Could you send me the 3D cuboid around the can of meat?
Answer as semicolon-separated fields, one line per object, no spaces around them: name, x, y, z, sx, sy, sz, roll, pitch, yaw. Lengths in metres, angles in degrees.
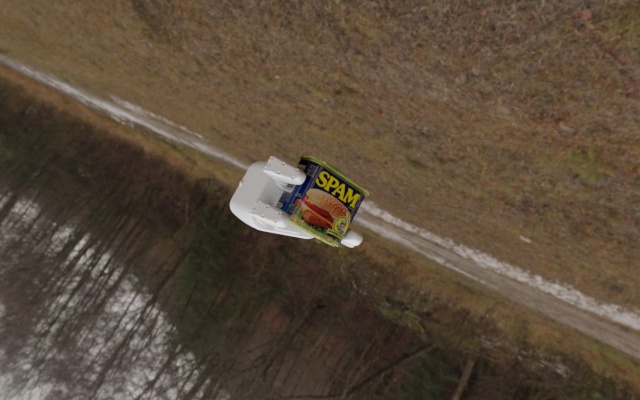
can of meat;0.000;0.002;0.614;0.102;0.084;0.057;32;-8;-30
